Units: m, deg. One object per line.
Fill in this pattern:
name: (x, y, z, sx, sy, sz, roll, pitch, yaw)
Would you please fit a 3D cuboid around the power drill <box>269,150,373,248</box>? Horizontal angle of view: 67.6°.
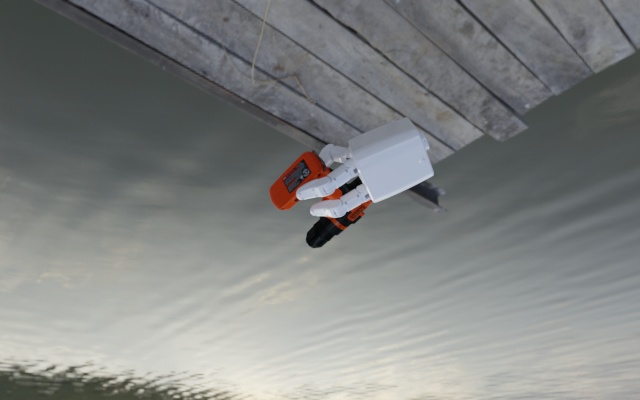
power drill: (0.000, 0.002, 0.834, 0.188, 0.184, 0.057, 25, 25, -50)
